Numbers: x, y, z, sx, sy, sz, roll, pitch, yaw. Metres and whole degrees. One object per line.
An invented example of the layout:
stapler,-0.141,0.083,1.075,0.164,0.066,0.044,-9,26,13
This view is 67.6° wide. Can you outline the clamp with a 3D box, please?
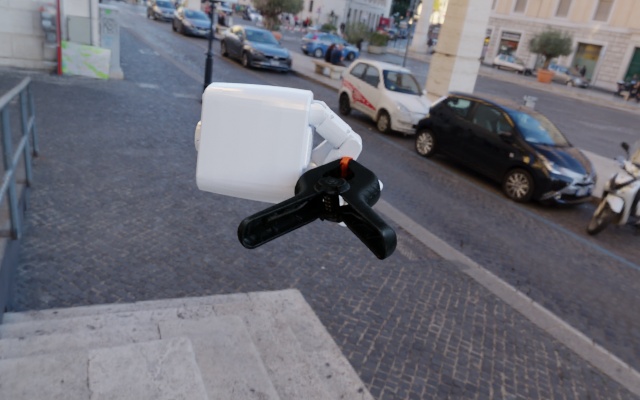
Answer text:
clamp,0.000,0.001,0.417,0.120,0.039,0.171,5,21,2
